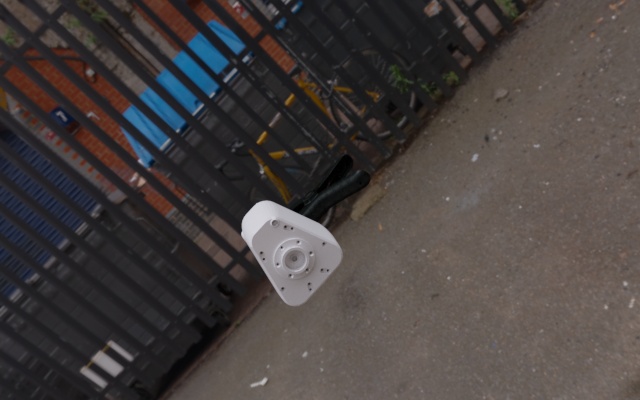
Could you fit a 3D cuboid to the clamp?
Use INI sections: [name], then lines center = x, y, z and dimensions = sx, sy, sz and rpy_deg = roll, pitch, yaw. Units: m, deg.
[clamp]
center = 0.000, 0.002, 0.686
dimensions = 0.039, 0.171, 0.120
rpy_deg = 44, -3, -13
